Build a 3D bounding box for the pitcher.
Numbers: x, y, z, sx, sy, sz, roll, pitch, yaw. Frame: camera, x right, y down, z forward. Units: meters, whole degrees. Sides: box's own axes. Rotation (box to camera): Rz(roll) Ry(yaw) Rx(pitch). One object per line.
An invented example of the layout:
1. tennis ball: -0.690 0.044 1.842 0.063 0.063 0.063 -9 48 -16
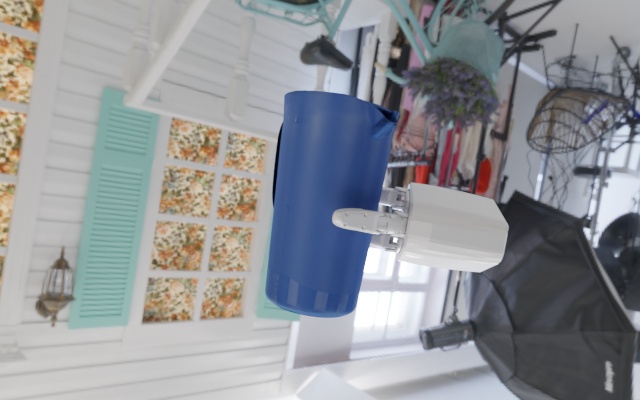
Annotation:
1. pitcher: 0.000 0.002 0.560 0.145 0.243 0.149 10 2 3
